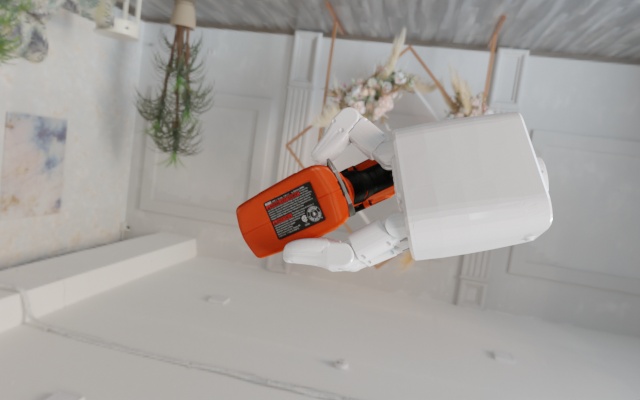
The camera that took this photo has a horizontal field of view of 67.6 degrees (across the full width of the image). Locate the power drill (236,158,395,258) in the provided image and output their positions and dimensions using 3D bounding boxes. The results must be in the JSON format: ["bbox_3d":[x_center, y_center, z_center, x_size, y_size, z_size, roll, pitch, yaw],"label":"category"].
[{"bbox_3d":[0.000,0.002,0.486,0.184,0.057,0.187,-27,-2,29],"label":"power drill"}]
